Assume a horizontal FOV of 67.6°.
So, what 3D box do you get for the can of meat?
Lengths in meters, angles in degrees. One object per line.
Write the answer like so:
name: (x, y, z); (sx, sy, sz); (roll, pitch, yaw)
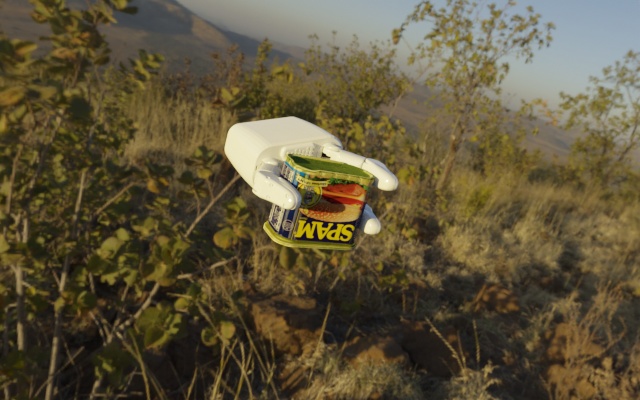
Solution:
can of meat: (0.000, 0.001, 0.508); (0.102, 0.084, 0.057); (7, 20, -29)
